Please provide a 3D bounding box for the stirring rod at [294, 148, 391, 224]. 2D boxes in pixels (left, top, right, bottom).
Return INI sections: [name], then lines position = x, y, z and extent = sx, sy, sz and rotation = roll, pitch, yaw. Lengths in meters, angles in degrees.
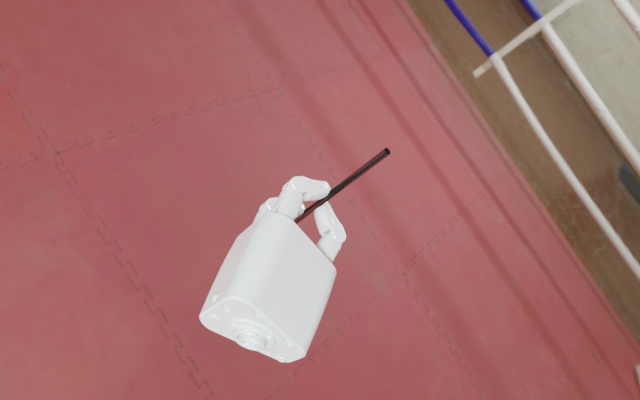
[stirring rod]
position = 0.000, 0.002, 0.572
extent = 0.011, 0.011, 0.240
rotation = 0, -26, -39
